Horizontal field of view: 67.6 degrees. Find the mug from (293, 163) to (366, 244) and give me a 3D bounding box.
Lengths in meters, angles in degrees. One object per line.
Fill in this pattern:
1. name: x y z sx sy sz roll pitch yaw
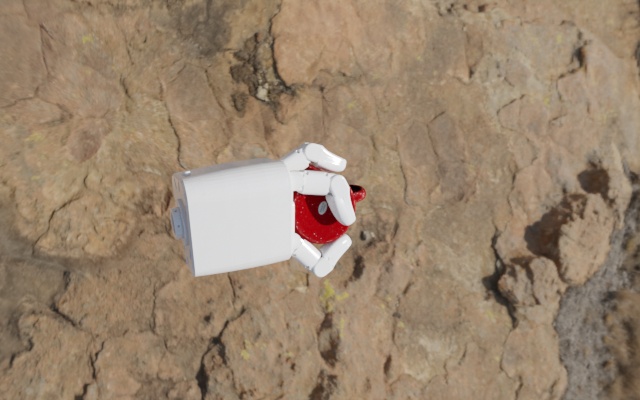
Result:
1. mug: 0.001 0.002 0.571 0.117 0.093 0.081 -11 13 -22
